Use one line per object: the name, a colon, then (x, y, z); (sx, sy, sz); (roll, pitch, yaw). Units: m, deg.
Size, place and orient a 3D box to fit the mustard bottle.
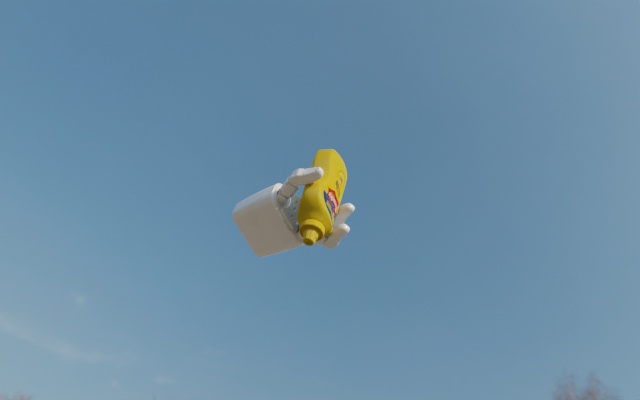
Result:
mustard bottle: (0.000, 0.002, 0.822); (0.058, 0.096, 0.191); (0, 42, 17)
